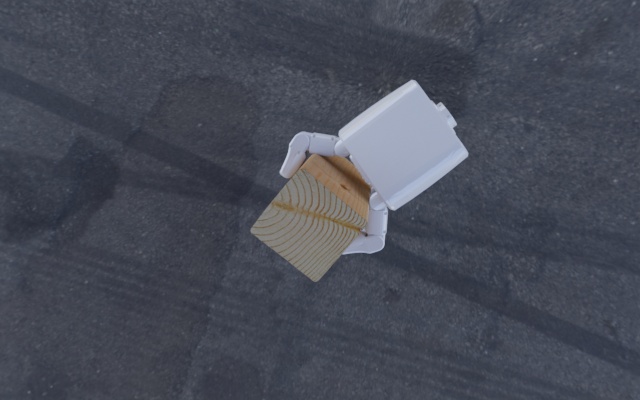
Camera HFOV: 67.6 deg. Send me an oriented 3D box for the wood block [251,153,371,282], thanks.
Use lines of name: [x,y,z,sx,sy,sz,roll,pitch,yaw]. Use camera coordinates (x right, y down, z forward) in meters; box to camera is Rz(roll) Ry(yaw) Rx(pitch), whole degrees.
wood block: [0.000,0.001,0.582,0.091,0.090,0.206,39,15,-3]
